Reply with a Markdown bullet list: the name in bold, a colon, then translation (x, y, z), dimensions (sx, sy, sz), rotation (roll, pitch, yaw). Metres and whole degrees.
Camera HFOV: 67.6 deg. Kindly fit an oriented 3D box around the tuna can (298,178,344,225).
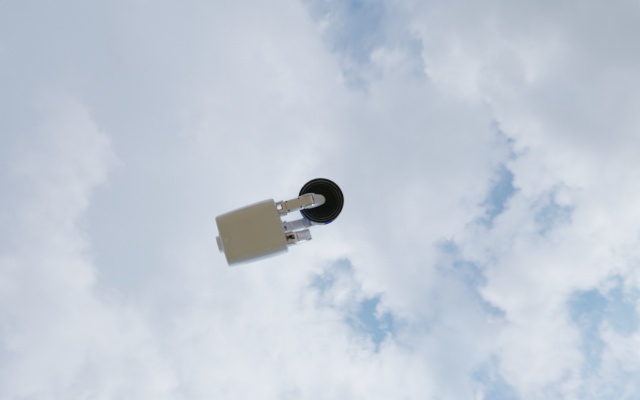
- **tuna can**: translation (0.000, 0.003, 0.890), dimensions (0.086, 0.086, 0.034), rotation (0, -12, -3)
